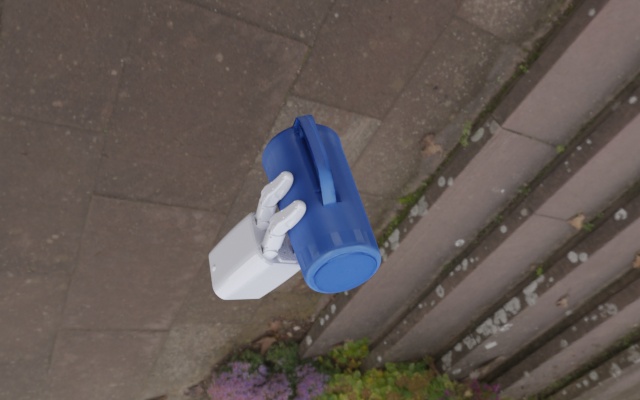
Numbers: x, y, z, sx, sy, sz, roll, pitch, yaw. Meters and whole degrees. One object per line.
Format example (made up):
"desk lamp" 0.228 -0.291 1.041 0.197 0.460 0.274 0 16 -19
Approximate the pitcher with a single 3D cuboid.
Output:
"pitcher" 0.000 0.002 0.700 0.145 0.242 0.149 -40 -43 23
